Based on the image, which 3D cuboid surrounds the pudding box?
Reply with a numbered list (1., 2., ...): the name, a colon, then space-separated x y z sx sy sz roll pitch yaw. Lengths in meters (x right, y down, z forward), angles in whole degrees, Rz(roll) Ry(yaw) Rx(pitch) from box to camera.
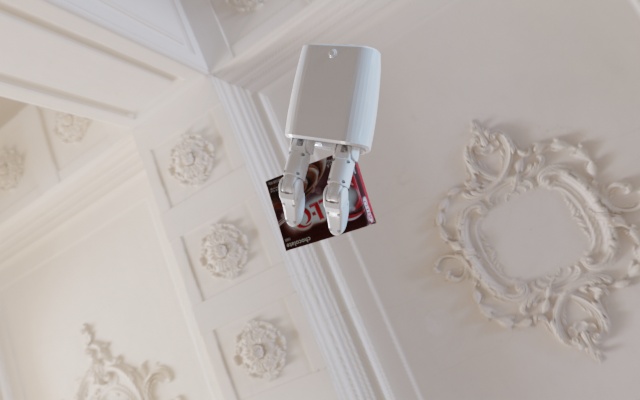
1. pudding box: 0.000 0.002 0.569 0.113 0.090 0.039 -20 -7 24
